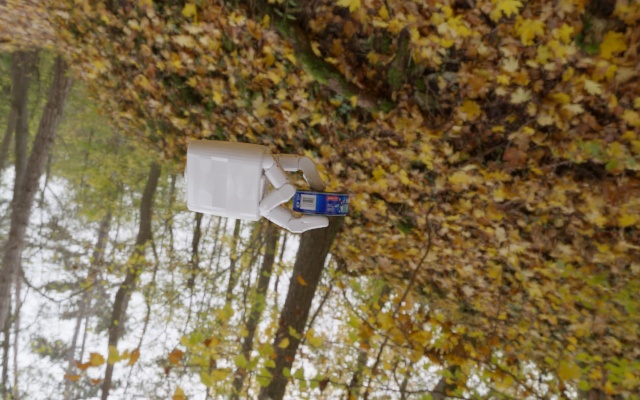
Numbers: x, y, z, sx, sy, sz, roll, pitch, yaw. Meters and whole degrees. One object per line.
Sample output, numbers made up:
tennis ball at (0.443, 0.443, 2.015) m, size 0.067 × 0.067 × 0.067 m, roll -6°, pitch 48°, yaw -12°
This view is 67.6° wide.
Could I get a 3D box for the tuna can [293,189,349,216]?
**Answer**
tuna can at (0.000, 0.003, 0.729) m, size 0.086 × 0.034 × 0.086 m, roll 4°, pitch 2°, yaw 0°
